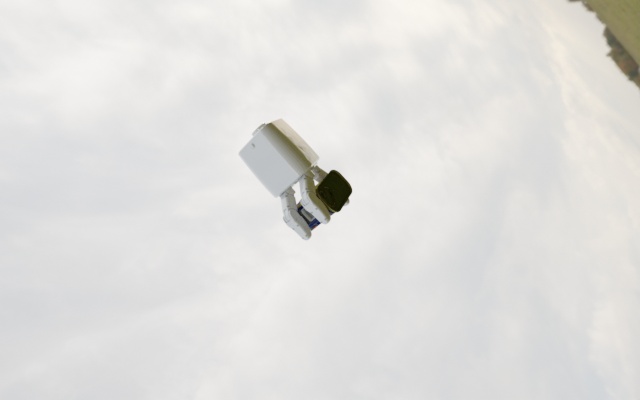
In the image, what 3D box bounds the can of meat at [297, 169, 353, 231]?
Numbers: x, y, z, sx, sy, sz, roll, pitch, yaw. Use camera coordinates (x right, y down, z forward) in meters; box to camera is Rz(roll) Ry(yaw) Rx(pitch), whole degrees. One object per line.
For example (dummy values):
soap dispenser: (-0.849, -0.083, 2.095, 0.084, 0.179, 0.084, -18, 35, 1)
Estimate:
can of meat: (0.000, 0.003, 0.858, 0.084, 0.057, 0.102, -39, 9, 35)
